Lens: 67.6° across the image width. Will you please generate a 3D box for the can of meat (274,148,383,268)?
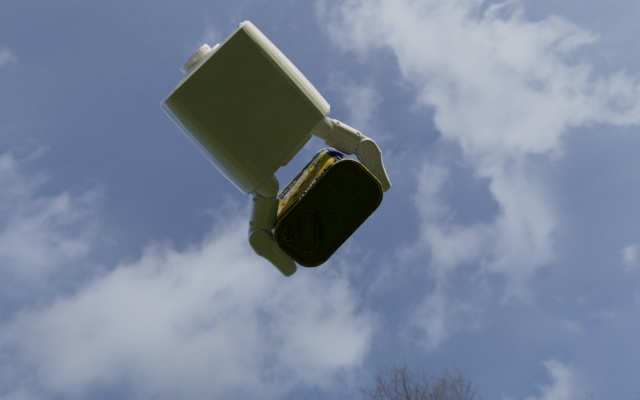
[{"bbox_3d":[0.000,0.001,0.452,0.057,0.102,0.084,42,4,-19],"label":"can of meat"}]
